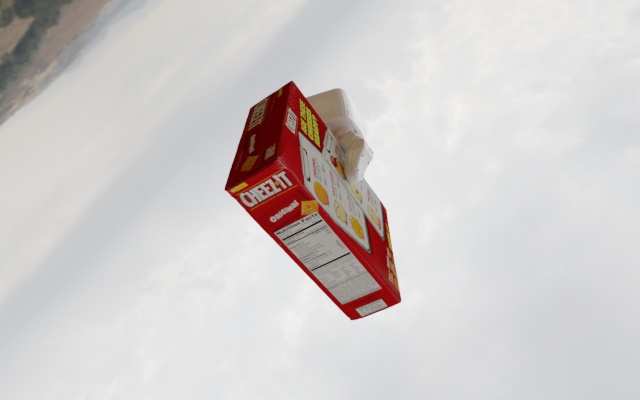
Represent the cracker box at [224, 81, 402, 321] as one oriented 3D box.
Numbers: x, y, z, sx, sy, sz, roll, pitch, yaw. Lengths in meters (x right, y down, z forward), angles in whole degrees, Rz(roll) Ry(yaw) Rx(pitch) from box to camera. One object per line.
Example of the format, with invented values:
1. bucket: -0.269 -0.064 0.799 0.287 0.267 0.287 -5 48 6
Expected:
1. cracker box: 0.000 0.002 0.517 0.072 0.214 0.164 -29 31 20
